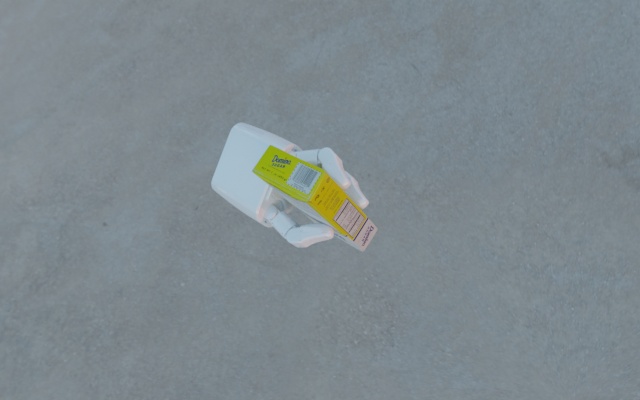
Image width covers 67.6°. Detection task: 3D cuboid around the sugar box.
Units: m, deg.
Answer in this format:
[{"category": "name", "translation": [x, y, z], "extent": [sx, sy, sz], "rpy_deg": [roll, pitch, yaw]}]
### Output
[{"category": "sugar box", "translation": [0.000, 0.001, 0.601], "extent": [0.093, 0.048, 0.176], "rpy_deg": [29, -6, 34]}]
